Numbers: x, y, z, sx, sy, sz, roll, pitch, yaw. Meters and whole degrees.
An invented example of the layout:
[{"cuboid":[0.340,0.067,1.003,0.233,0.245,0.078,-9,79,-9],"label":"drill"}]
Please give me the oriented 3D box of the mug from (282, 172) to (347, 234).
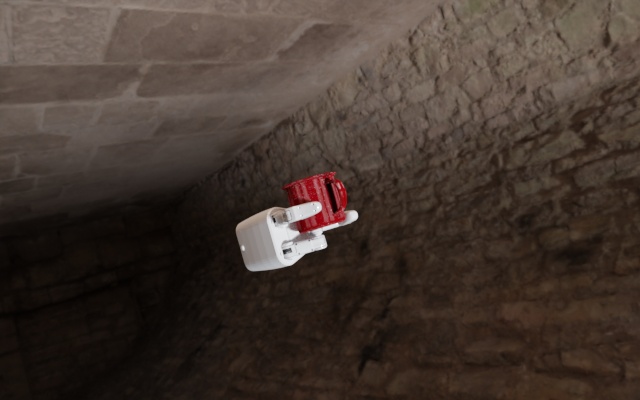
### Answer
[{"cuboid":[0.001,0.002,0.773,0.093,0.081,0.117,-14,-4,-44],"label":"mug"}]
